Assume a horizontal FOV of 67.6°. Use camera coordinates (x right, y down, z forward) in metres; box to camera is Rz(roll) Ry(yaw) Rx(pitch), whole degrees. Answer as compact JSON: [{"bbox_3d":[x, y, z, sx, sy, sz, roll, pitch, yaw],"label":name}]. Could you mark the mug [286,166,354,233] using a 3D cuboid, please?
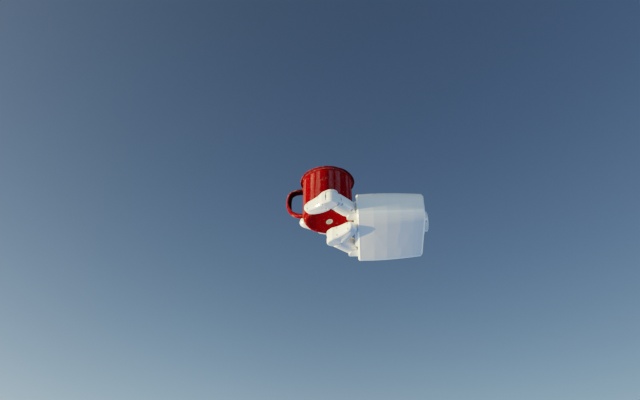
[{"bbox_3d":[-0.001,0.003,0.803,0.117,0.081,0.093,-4,-35,5],"label":"mug"}]
